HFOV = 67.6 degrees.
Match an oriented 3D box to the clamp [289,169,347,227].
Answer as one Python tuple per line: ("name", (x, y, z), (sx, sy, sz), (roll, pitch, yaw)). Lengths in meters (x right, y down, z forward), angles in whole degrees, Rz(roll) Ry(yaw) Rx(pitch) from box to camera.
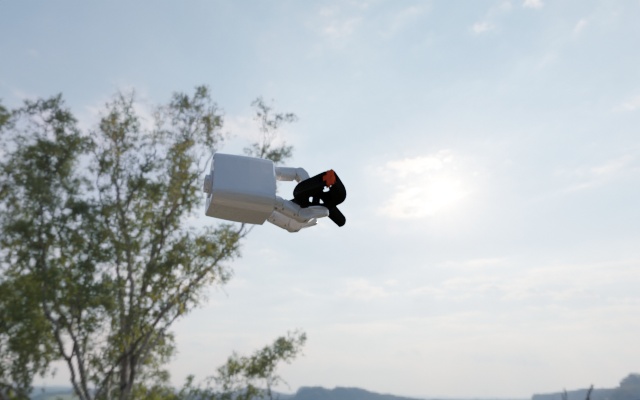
("clamp", (0.000, 0.002, 0.868), (0.164, 0.036, 0.210), (7, -25, -20))
